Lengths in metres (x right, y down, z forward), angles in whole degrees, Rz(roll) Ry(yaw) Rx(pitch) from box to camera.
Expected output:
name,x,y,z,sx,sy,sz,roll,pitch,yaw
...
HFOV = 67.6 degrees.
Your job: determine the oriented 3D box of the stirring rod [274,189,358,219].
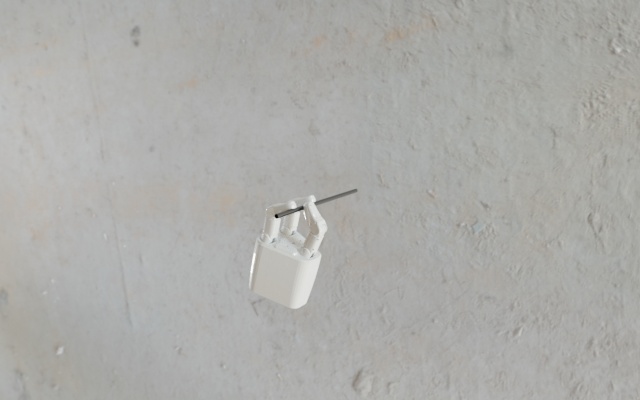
name,x,y,z,sx,sy,sz,roll,pitch,yaw
stirring rod,0.000,0.003,0.855,0.011,0.011,0.239,0,11,37
